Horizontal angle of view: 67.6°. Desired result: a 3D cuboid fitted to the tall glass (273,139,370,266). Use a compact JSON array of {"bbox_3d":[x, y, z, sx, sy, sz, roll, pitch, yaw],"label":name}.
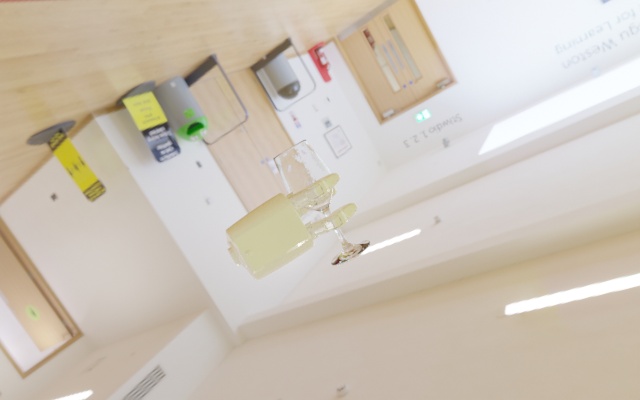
[{"bbox_3d":[0.001,0.003,0.776,0.079,0.201,0.079,-30,8,5],"label":"tall glass"}]
